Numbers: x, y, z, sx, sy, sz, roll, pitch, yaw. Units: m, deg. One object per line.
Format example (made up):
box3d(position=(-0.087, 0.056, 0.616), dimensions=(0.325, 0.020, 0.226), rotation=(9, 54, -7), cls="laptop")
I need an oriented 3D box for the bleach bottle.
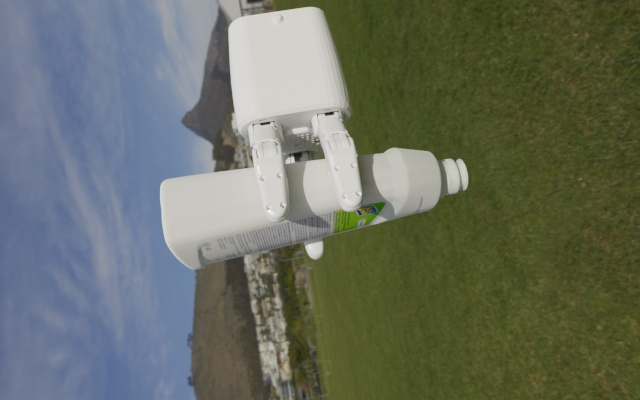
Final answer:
box3d(position=(0.000, 0.001, 0.416), dimensions=(0.251, 0.068, 0.103), rotation=(-10, -18, -4), cls="bleach bottle")
